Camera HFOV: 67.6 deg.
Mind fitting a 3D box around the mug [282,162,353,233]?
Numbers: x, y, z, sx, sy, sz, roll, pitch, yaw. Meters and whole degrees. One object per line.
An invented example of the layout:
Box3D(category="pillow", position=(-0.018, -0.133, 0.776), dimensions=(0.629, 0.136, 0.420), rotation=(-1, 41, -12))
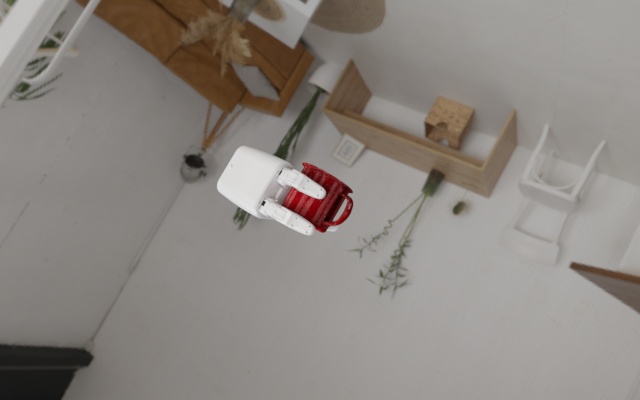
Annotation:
Box3D(category="mug", position=(0.001, 0.003, 0.744), dimensions=(0.117, 0.081, 0.093), rotation=(27, -6, 37))
